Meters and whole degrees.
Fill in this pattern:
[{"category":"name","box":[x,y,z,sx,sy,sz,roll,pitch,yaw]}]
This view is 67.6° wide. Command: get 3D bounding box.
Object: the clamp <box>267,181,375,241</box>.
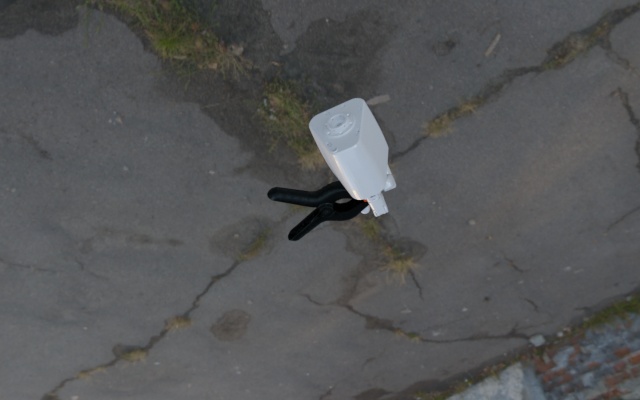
[{"category":"clamp","box":[0.000,0.003,0.786,0.171,0.039,0.120,-22,-43,12]}]
